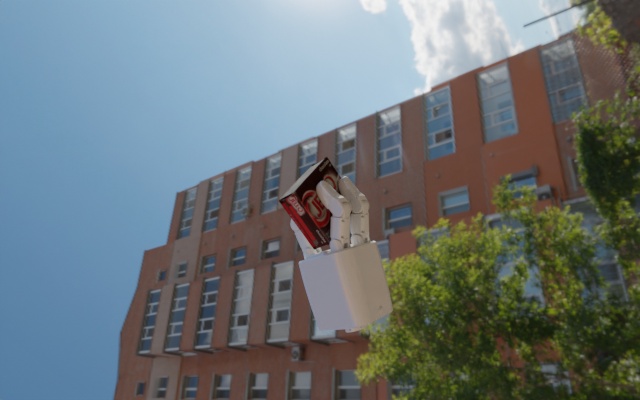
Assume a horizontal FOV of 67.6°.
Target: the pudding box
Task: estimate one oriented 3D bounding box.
[{"bbox_3d":[0.000,0.002,0.691,0.039,0.090,0.113,-24,18,35],"label":"pudding box"}]
